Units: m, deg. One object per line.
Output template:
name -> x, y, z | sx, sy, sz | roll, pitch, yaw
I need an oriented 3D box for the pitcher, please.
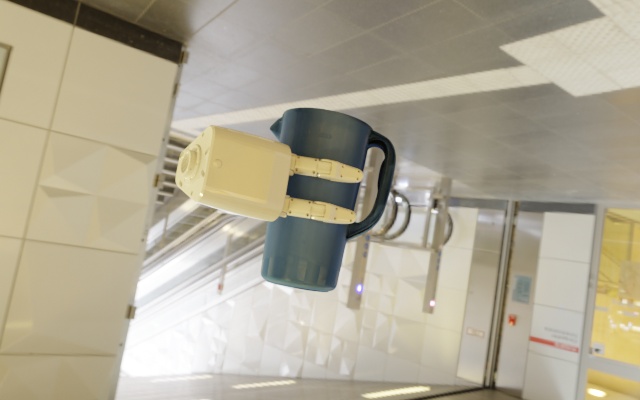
pitcher -> 0.000, 0.002, 0.673 | 0.145, 0.243, 0.149 | 14, -8, -35
